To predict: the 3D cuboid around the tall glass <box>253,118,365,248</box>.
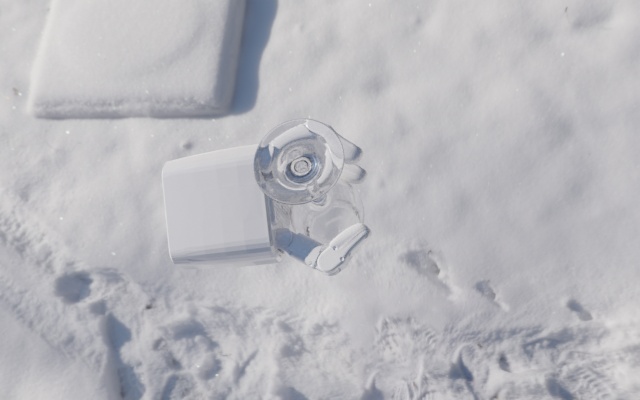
[{"bbox_3d":[0.000,0.001,0.466,0.079,0.079,0.201,0,-20,12],"label":"tall glass"}]
